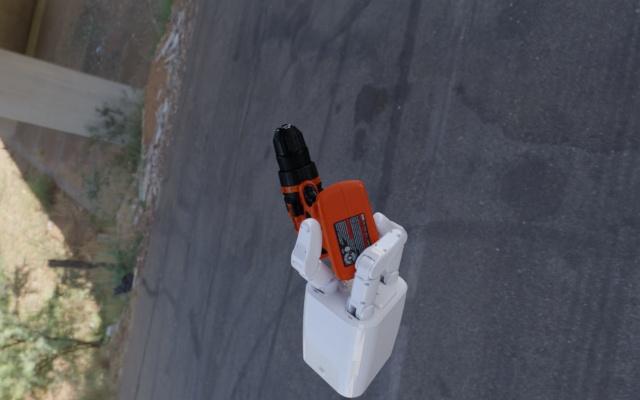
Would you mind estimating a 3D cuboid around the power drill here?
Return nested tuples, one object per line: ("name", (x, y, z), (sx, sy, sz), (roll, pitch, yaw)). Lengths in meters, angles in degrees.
("power drill", (0.000, 0.002, 0.563), (0.057, 0.184, 0.187), (-21, 16, -13))
